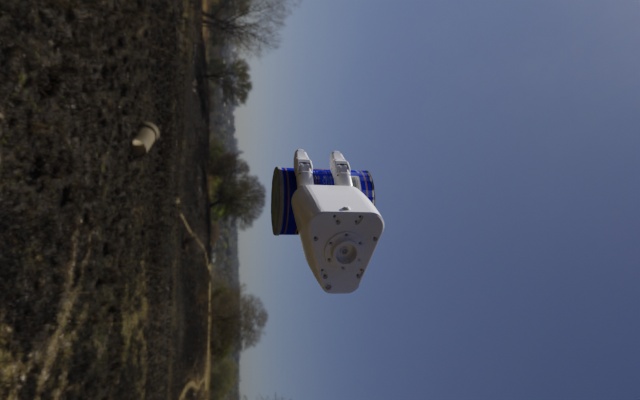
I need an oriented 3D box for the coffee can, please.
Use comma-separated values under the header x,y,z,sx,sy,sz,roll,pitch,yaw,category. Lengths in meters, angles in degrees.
x,y,z,sx,sy,sz,roll,pitch,yaw,category
0.000,0.002,0.723,0.140,0.103,0.103,1,0,-12,coffee can
